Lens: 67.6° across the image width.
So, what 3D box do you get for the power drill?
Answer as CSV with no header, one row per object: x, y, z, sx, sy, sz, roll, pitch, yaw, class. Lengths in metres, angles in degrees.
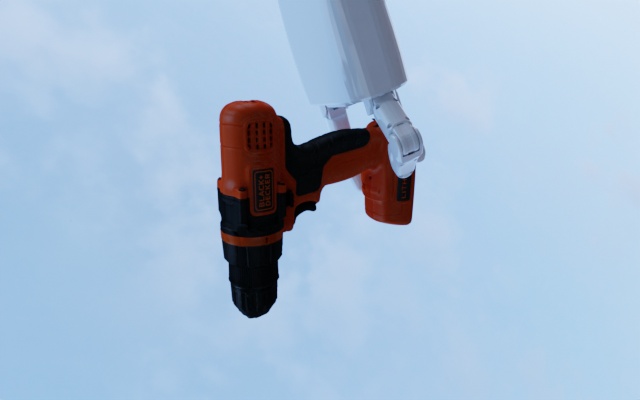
0.000,0.001,0.427,0.187,0.184,0.057,-11,22,-33,power drill
